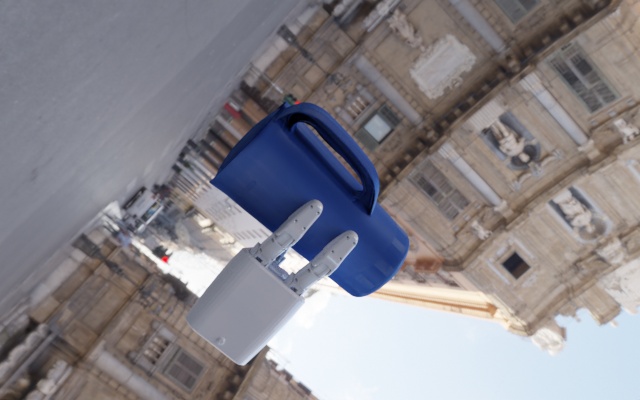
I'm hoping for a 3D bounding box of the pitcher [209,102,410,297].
[{"bbox_3d":[0.000,0.002,0.585,0.243,0.145,0.149,43,-4,-13],"label":"pitcher"}]
